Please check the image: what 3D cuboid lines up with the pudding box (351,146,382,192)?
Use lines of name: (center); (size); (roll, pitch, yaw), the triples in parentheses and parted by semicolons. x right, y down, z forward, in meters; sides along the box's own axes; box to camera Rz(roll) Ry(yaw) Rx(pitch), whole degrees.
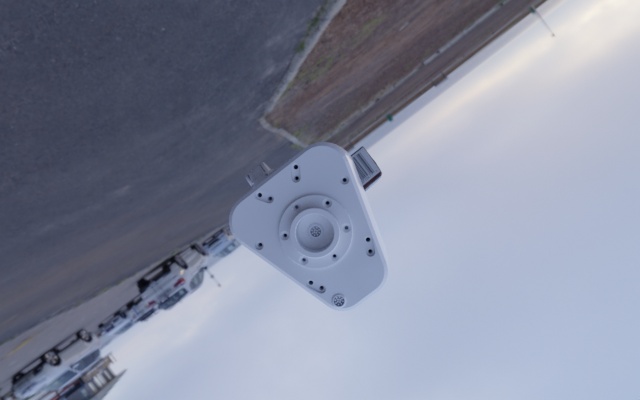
pudding box: (0.000, 0.002, 0.493); (0.113, 0.039, 0.090); (-36, -1, -24)
